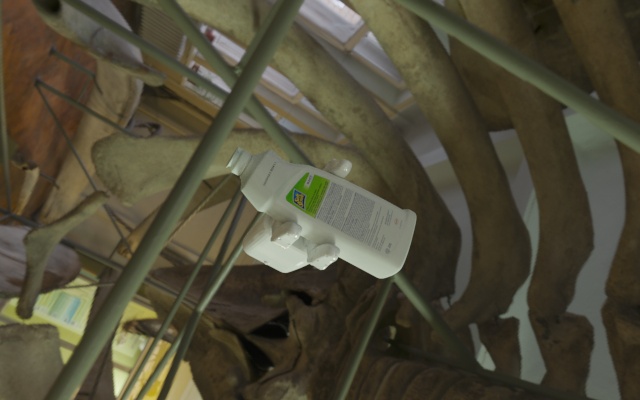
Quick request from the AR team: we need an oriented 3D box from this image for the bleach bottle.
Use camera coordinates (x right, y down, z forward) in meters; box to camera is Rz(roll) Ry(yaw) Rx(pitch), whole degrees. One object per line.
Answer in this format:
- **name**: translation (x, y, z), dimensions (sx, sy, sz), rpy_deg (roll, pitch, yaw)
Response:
- **bleach bottle**: translation (0.000, 0.002, 0.612), dimensions (0.251, 0.102, 0.068), rpy_deg (30, -32, -15)
